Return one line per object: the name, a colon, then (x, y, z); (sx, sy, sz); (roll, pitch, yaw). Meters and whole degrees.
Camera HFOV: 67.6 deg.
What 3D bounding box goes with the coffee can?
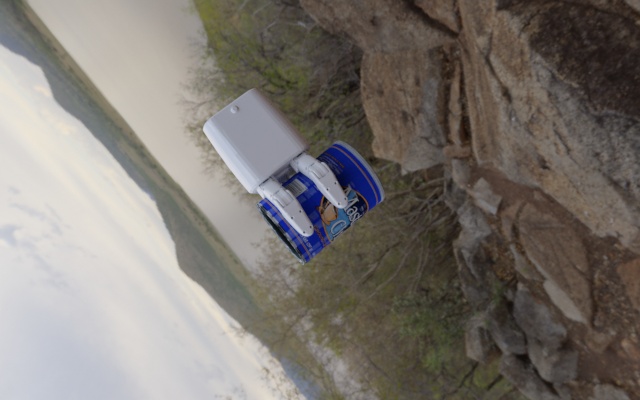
coffee can: (0.000, 0.002, 0.637); (0.140, 0.103, 0.103); (-39, 9, -11)
